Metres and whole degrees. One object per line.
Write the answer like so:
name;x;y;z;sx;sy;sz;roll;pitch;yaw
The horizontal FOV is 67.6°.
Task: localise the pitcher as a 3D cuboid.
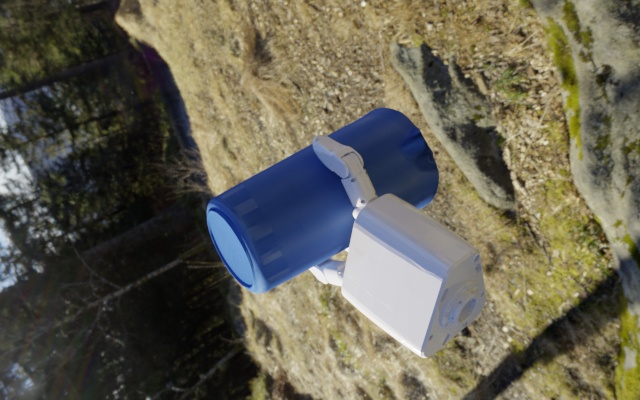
pitcher;0.000;0.002;0.538;0.243;0.149;0.145;-28;44;-28
